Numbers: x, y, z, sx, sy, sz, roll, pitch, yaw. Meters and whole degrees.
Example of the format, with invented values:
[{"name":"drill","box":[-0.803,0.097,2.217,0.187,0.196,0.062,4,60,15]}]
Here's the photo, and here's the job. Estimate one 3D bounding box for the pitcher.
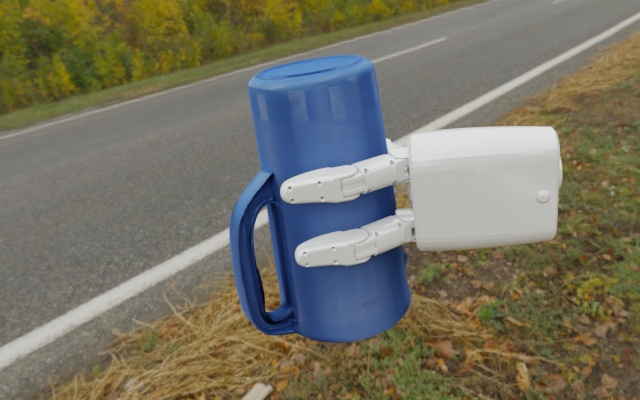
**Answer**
[{"name":"pitcher","box":[0.000,0.001,0.438,0.145,0.243,0.149,-4,23,14]}]
